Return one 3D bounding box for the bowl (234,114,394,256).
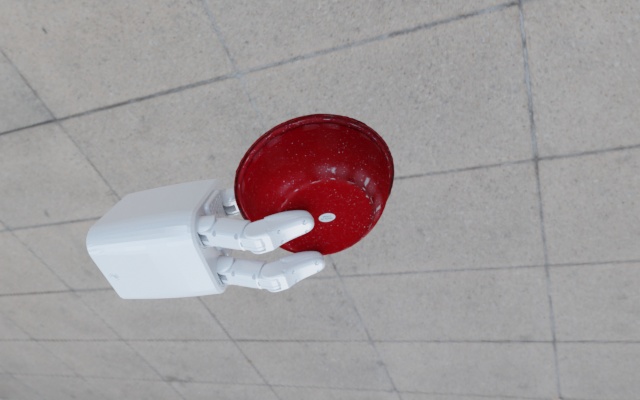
[{"bbox_3d":[0.001,0.001,0.454,0.162,0.162,0.055,0,38,-13],"label":"bowl"}]
